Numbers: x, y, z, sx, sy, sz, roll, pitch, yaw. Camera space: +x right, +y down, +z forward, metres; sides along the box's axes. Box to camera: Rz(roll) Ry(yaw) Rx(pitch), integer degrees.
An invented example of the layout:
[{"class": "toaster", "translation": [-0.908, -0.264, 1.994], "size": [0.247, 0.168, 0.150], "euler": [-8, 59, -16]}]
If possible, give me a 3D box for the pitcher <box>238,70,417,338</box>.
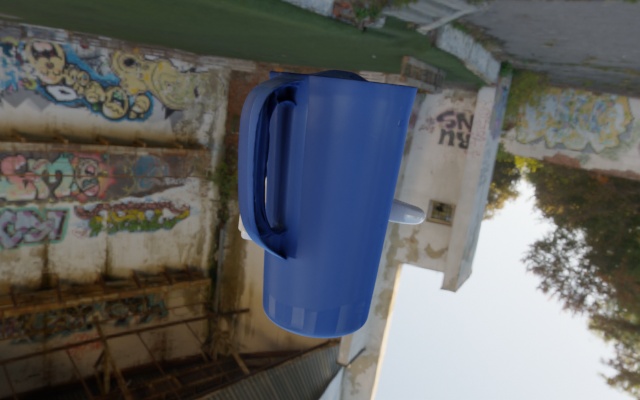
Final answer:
[{"class": "pitcher", "translation": [0.000, 0.001, 0.451], "size": [0.149, 0.243, 0.145], "euler": [6, 13, -5]}]
